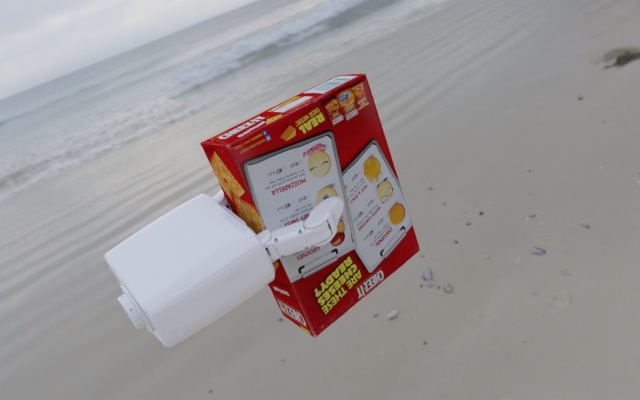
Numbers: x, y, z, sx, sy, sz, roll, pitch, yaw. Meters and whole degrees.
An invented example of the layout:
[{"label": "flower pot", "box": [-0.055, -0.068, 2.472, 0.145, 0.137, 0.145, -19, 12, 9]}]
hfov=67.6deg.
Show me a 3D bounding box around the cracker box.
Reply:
[{"label": "cracker box", "box": [0.000, 0.001, 0.492, 0.164, 0.214, 0.072, -34, 27, -26]}]
